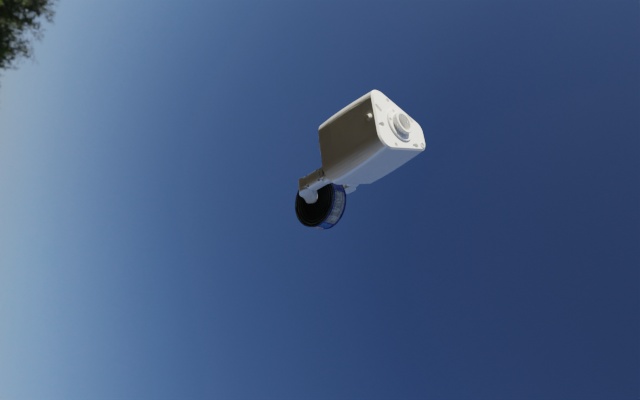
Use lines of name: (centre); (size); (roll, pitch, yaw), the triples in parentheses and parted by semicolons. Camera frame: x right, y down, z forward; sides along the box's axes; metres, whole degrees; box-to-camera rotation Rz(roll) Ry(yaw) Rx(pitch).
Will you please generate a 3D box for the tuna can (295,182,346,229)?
tuna can: (0.000, 0.003, 0.760); (0.034, 0.086, 0.086); (15, -11, -43)
